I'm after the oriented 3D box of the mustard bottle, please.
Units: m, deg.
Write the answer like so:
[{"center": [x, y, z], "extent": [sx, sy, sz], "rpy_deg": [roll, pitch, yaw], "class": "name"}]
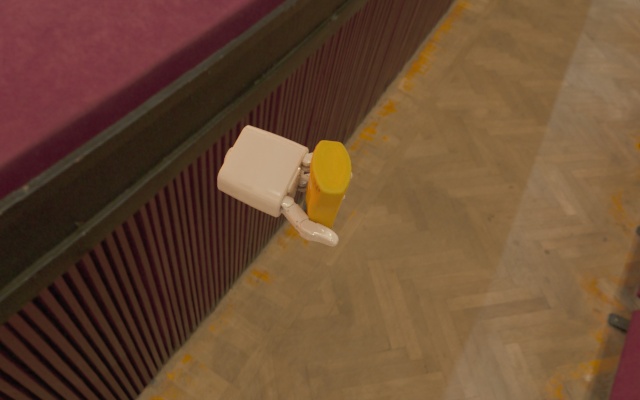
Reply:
[{"center": [0.000, 0.002, 0.742], "extent": [0.058, 0.096, 0.192], "rpy_deg": [4, -35, -9], "class": "mustard bottle"}]
